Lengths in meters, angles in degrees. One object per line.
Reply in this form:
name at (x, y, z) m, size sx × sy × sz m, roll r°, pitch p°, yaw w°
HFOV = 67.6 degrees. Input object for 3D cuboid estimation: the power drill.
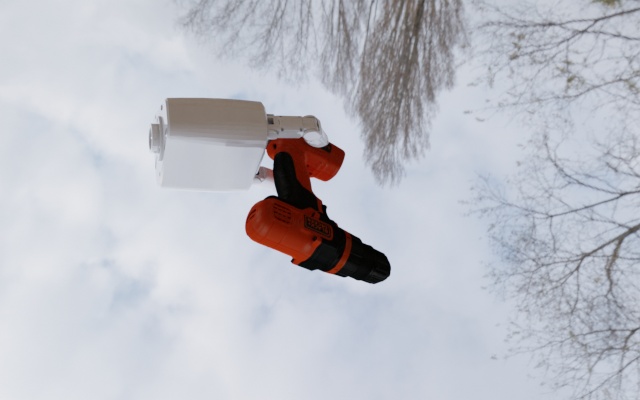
power drill at (0.000, 0.001, 0.569) m, size 0.184 × 0.187 × 0.057 m, roll 26°, pitch -54°, yaw -28°
